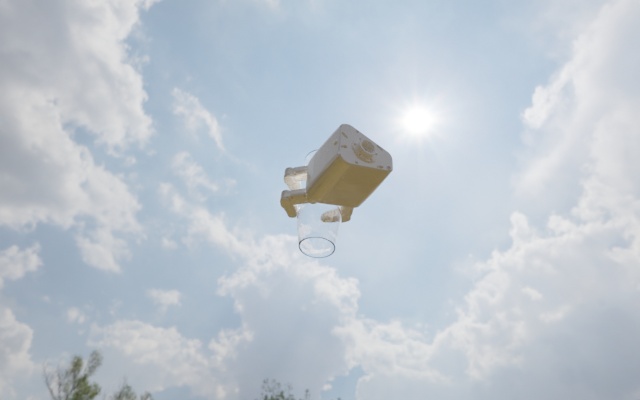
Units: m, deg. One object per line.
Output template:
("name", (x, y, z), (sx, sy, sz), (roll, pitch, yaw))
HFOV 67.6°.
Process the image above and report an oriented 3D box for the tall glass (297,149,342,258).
("tall glass", (0.000, 0.002, 0.857), (0.079, 0.200, 0.079), (3, -40, 2))
